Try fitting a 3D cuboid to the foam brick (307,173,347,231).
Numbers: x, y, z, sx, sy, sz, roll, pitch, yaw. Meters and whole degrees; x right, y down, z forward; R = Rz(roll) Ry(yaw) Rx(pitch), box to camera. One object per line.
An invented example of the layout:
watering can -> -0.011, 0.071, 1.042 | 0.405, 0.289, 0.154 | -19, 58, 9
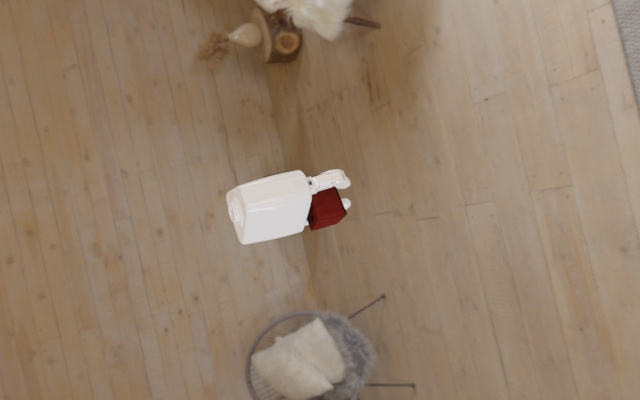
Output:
foam brick -> 0.000, 0.003, 0.787 | 0.051, 0.078, 0.053 | -15, -18, -22
